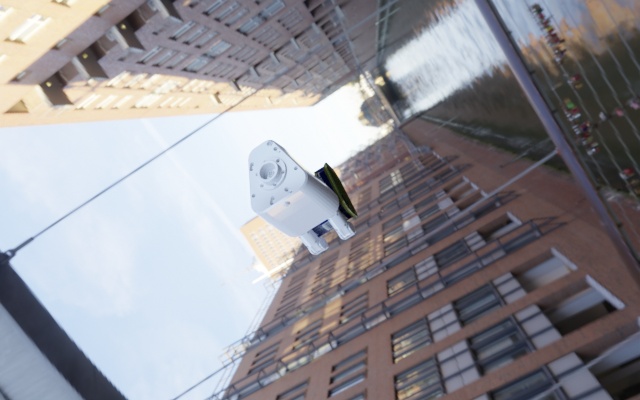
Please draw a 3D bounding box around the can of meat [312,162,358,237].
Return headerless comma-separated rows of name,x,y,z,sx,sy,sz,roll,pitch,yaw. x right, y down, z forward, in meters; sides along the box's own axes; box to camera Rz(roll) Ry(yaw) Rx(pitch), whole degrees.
can of meat,0.000,0.003,0.788,0.084,0.102,0.057,-31,-28,11
